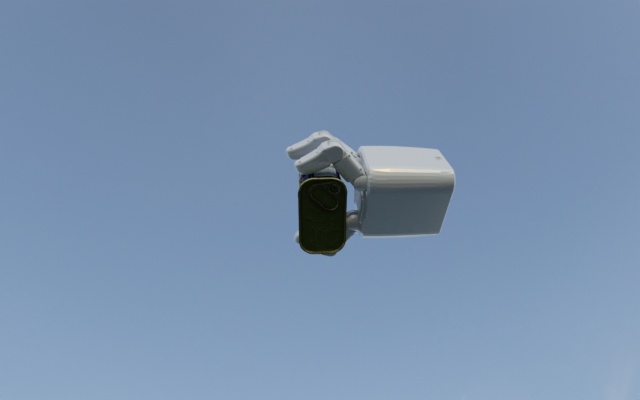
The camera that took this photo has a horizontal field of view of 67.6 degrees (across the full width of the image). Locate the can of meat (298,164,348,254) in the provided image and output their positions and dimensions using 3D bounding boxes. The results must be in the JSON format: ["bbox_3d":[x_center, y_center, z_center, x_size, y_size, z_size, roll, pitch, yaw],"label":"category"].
[{"bbox_3d":[0.000,0.002,0.598,0.057,0.102,0.084,-2,27,-3],"label":"can of meat"}]
